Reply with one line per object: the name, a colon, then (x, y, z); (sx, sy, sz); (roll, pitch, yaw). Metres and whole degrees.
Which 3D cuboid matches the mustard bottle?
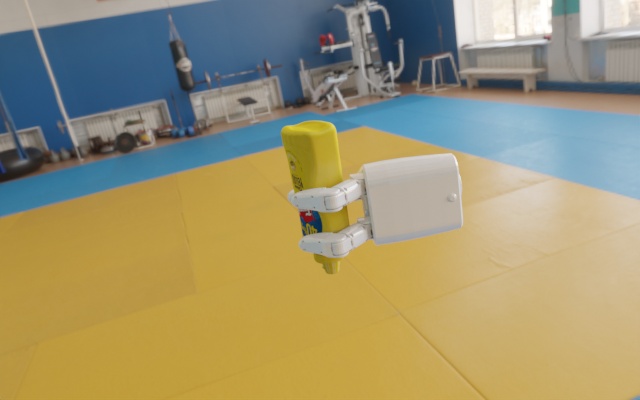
mustard bottle: (0.000, 0.002, 0.588); (0.058, 0.192, 0.096); (-18, 19, -21)
